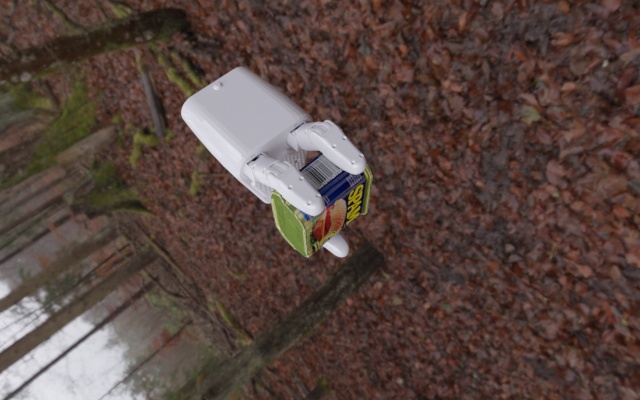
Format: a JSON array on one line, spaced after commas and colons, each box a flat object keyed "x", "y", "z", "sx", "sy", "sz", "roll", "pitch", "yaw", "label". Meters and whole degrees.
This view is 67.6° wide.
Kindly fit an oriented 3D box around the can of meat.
[{"x": 0.000, "y": 0.002, "z": 0.474, "sx": 0.084, "sy": 0.057, "sz": 0.102, "roll": -39, "pitch": -22, "yaw": -18, "label": "can of meat"}]
